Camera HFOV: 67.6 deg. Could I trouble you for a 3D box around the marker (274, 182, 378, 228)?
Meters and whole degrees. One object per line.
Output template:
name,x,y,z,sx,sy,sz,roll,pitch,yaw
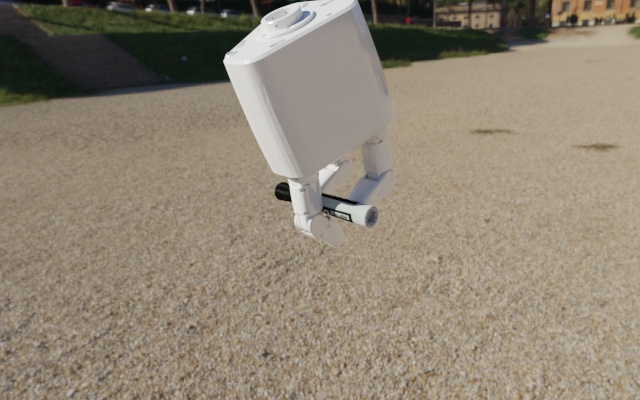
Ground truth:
marker,0.000,0.001,0.439,0.121,0.020,0.020,16,11,42
